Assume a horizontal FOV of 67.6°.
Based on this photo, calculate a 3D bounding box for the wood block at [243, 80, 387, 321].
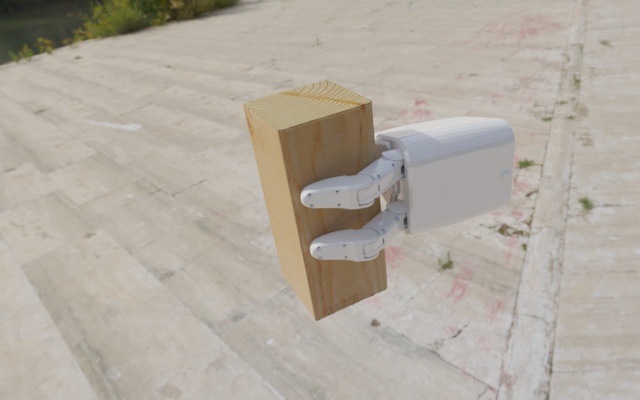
[{"bbox_3d":[0.000,0.001,0.469,0.090,0.206,0.090,-20,32,-18],"label":"wood block"}]
